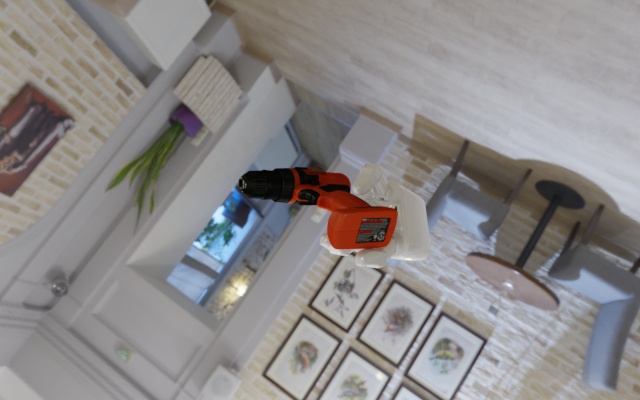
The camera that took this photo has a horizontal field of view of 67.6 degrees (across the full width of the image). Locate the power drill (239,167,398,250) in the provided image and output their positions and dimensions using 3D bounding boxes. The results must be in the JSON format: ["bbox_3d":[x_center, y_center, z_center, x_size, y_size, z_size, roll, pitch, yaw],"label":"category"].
[{"bbox_3d":[0.001,0.002,0.661,0.184,0.057,0.187,-1,24,-34],"label":"power drill"}]
